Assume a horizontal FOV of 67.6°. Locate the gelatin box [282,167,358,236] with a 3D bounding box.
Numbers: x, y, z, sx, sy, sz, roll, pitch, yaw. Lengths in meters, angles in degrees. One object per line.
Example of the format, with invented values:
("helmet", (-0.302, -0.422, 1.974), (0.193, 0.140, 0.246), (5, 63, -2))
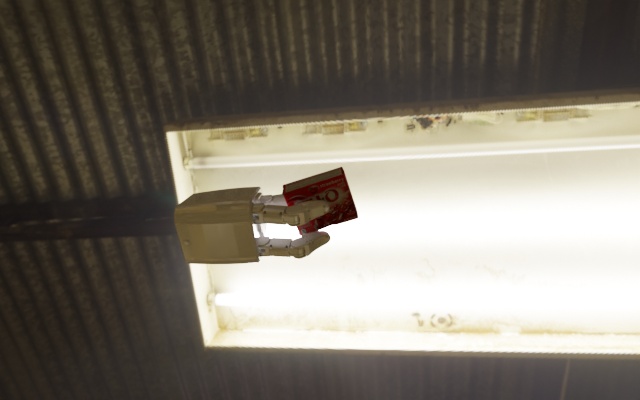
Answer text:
("gelatin box", (0.000, 0.002, 0.661), (0.089, 0.073, 0.030), (-17, 28, 5))
